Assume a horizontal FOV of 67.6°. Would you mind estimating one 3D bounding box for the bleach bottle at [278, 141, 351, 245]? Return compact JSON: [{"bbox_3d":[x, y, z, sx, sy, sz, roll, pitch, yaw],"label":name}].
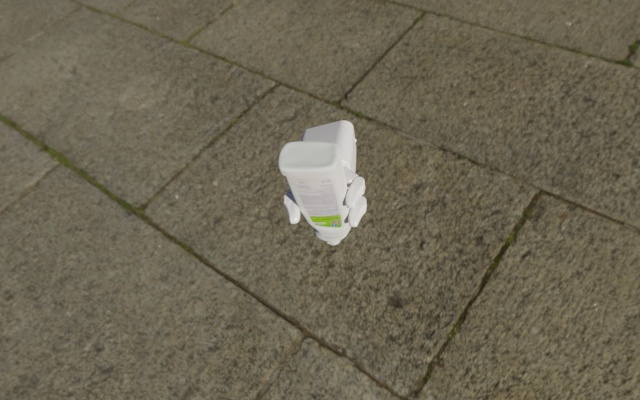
[{"bbox_3d":[0.000,0.003,0.851,0.102,0.068,0.251,1,-36,11],"label":"bleach bottle"}]
